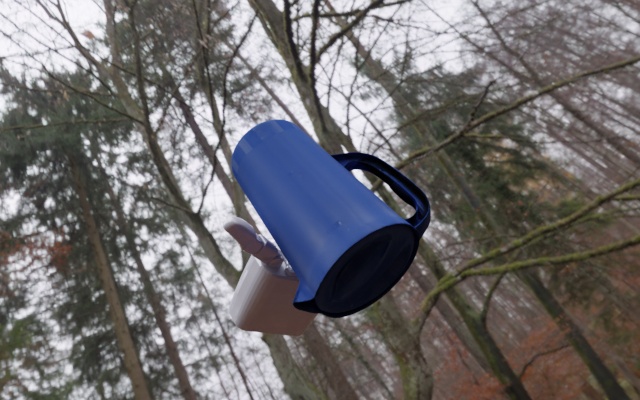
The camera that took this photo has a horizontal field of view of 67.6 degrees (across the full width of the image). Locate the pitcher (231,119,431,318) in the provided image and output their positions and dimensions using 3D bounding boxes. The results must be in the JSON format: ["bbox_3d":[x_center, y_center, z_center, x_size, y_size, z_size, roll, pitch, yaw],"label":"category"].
[{"bbox_3d":[0.000,0.002,0.566,0.149,0.145,0.242,1,36,-42],"label":"pitcher"}]
